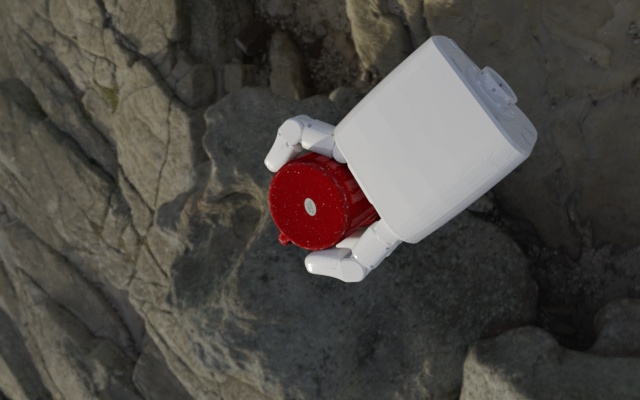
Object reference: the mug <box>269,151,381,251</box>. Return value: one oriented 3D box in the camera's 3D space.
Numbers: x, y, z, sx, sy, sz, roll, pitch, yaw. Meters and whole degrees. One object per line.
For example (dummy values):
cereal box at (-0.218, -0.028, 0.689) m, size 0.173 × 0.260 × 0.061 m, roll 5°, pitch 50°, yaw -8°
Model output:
mug at (-0.001, 0.002, 0.437) m, size 0.117 × 0.093 × 0.081 m, roll -45°, pitch -8°, yaw 33°
